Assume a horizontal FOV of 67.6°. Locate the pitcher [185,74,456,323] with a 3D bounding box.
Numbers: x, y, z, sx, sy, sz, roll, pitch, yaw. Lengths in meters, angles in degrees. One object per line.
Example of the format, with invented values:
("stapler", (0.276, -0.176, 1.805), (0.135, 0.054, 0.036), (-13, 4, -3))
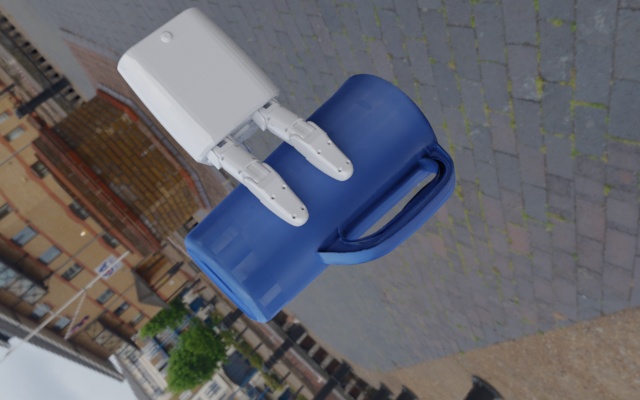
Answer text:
("pitcher", (0.000, 0.001, 0.461), (0.242, 0.145, 0.149), (-44, 6, -18))
